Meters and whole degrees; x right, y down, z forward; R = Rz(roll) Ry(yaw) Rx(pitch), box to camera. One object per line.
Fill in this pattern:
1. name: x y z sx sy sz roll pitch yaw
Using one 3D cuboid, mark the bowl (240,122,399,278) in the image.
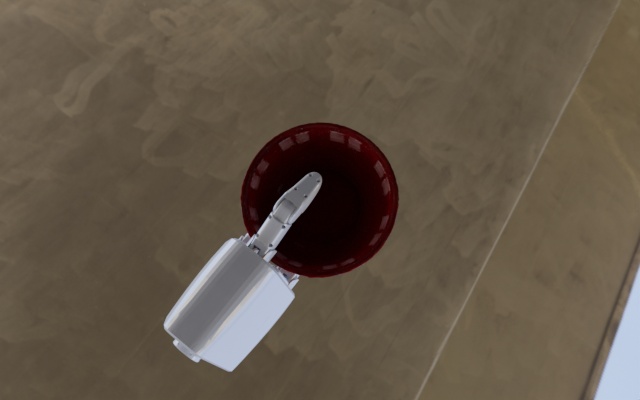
1. bowl: 0.001 0.001 0.511 0.162 0.162 0.055 0 -10 4
